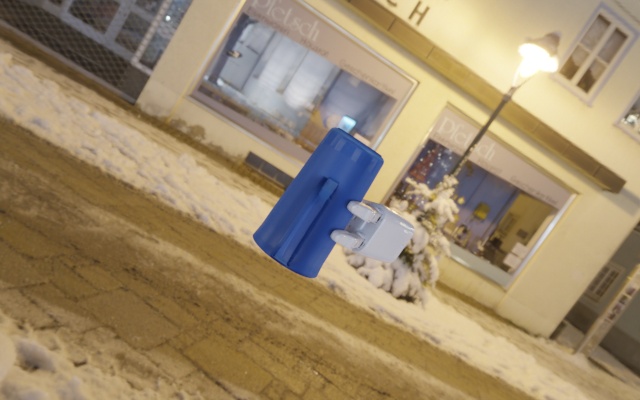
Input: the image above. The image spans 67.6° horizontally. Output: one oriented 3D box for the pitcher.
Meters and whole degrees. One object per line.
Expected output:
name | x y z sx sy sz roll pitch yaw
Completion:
pitcher | 0.000 0.003 0.809 0.145 0.243 0.149 27 10 -42
